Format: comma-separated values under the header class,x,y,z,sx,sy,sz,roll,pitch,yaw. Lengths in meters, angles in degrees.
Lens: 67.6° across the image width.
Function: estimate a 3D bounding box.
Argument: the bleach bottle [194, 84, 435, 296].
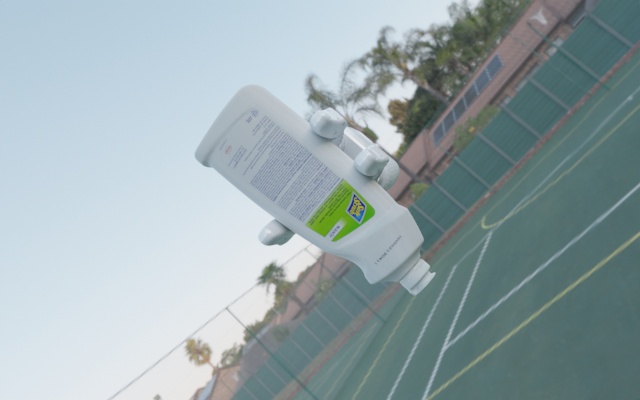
class,x,y,z,sx,sy,sz,roll,pitch,yaw
bleach bottle,0.000,0.001,0.465,0.251,0.102,0.068,42,17,9
